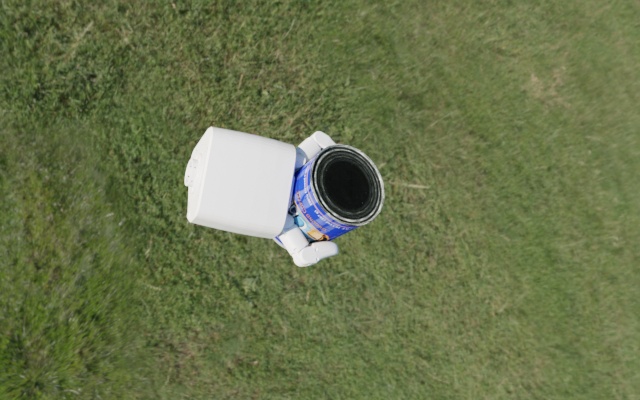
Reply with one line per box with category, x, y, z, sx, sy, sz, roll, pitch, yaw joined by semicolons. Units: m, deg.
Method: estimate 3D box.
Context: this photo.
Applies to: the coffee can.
coffee can;0.000;0.002;0.615;0.103;0.102;0.140;0;-18;-31
